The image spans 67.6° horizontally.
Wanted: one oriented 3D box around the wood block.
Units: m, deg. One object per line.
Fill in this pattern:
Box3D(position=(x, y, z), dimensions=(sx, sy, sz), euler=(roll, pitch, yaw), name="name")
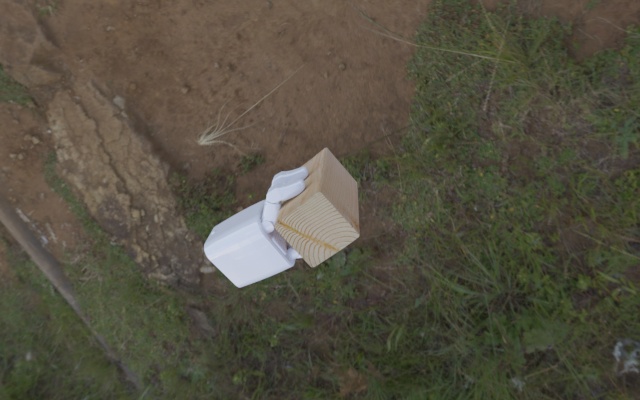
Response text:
Box3D(position=(0.000, 0.003, 0.764), dimensions=(0.090, 0.091, 0.206), euler=(-36, 17, 17), name="wood block")
